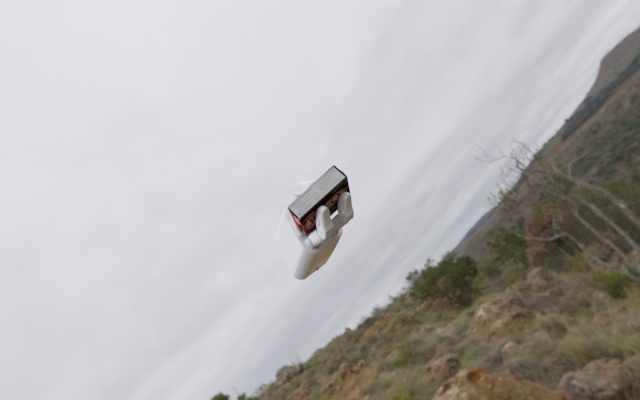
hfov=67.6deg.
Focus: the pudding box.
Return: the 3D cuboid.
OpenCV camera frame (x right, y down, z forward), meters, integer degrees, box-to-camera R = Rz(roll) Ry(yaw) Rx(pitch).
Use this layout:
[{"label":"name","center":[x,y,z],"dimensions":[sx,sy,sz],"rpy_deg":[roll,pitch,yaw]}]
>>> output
[{"label":"pudding box","center":[0.000,0.003,0.833],"dimensions":[0.039,0.113,0.090],"rpy_deg":[42,-11,20]}]
